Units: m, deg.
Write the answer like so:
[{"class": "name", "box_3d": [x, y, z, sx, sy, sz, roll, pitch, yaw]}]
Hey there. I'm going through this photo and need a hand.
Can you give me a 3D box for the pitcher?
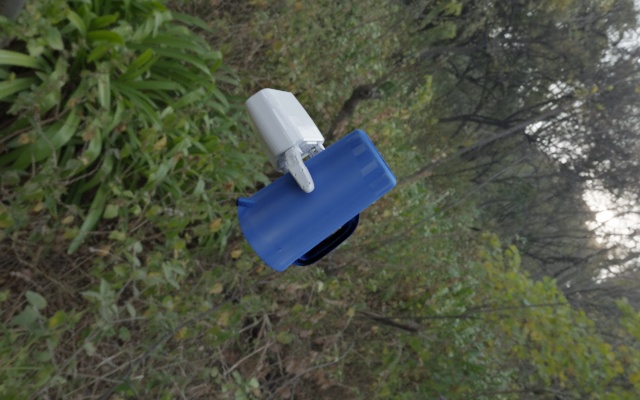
[{"class": "pitcher", "box_3d": [0.000, 0.002, 0.771, 0.243, 0.145, 0.149, -34, -10, 9]}]
